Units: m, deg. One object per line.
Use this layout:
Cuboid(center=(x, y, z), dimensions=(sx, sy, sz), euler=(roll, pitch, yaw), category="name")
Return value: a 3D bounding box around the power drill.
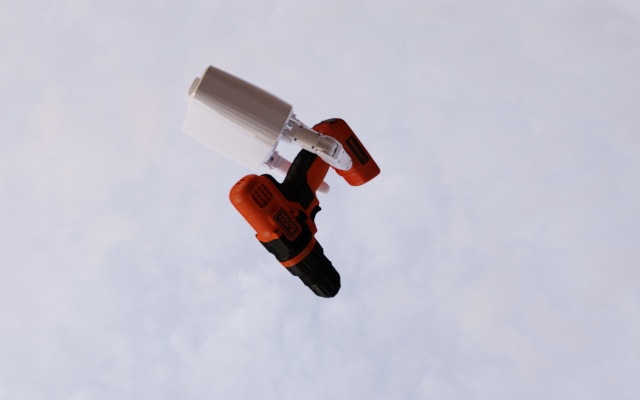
Cuboid(center=(0.000, 0.001, 0.595), dimensions=(0.057, 0.184, 0.187), euler=(-11, 34, 50), category="power drill")
